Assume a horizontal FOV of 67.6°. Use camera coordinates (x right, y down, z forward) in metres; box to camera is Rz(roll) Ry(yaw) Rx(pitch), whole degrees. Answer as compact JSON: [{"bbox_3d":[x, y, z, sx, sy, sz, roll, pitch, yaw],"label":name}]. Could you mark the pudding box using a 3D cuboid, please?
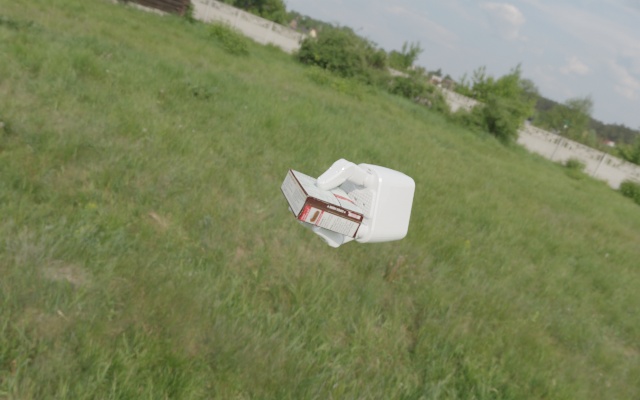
[{"bbox_3d":[0.000,0.002,0.660,0.090,0.039,0.113,19,14,-22],"label":"pudding box"}]
